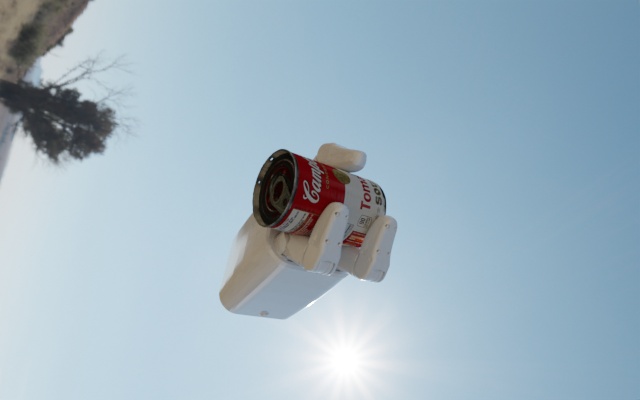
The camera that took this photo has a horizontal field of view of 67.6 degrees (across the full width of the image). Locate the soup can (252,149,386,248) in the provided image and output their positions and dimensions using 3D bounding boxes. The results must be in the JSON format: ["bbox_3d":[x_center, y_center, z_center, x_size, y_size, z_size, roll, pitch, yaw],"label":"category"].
[{"bbox_3d":[0.001,0.001,0.427,0.102,0.068,0.068,17,-10,-34],"label":"soup can"}]
